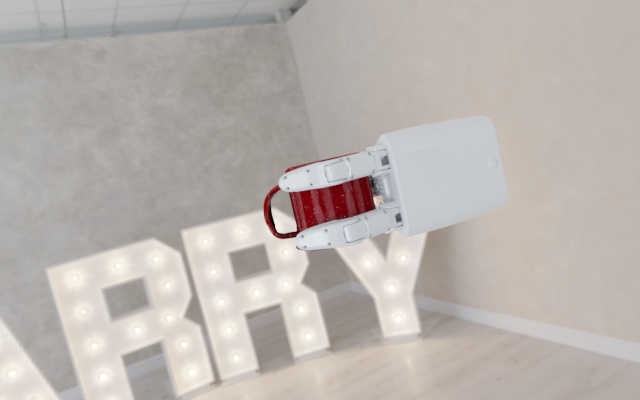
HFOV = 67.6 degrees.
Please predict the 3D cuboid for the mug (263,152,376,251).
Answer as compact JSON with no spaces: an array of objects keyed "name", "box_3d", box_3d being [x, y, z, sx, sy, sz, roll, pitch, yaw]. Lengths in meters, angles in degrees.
[{"name":"mug","box_3d":[-0.001,0.002,0.479,0.117,0.081,0.093,-14,5,-9]}]
